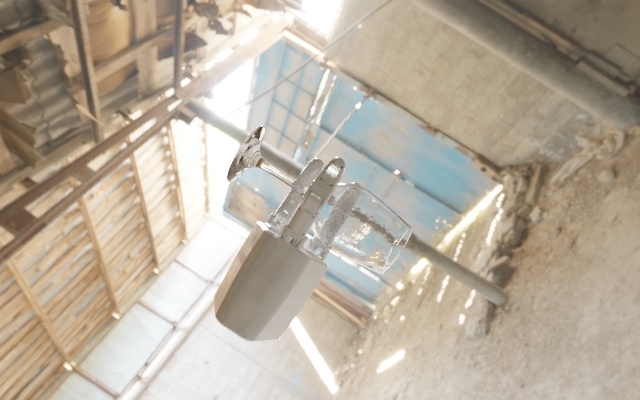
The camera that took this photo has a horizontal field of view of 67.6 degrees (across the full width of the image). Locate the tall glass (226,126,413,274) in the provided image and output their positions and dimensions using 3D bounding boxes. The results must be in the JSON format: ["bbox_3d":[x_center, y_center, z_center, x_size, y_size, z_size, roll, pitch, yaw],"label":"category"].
[{"bbox_3d":[0.000,0.001,0.528,0.201,0.079,0.079,32,2,3],"label":"tall glass"}]
